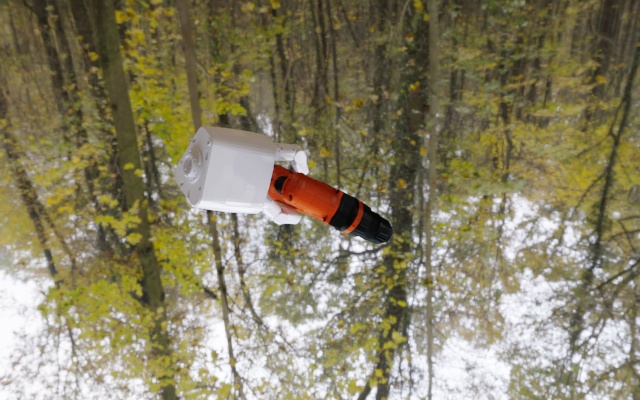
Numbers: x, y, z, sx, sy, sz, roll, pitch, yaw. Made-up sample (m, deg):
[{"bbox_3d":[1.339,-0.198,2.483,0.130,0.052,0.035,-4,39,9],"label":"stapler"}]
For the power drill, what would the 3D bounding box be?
[{"bbox_3d":[0.000,0.002,0.725,0.184,0.057,0.187,29,-5,-28],"label":"power drill"}]
